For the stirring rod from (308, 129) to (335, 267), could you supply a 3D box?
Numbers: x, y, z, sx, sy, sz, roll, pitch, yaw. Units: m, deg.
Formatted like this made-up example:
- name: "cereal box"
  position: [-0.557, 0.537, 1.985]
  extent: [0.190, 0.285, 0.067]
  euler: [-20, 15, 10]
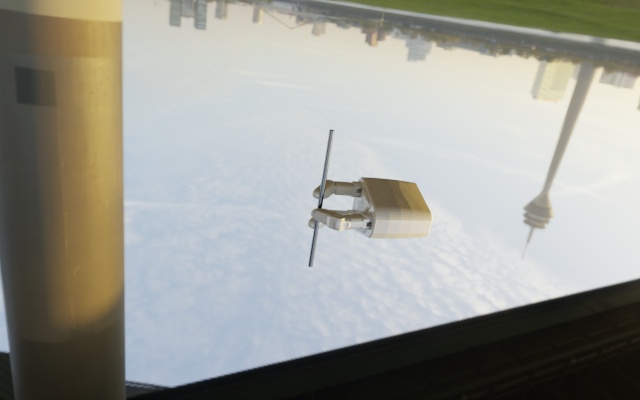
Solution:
- name: "stirring rod"
  position: [0.000, 0.002, 0.775]
  extent: [0.011, 0.240, 0.011]
  euler: [8, 22, -3]
